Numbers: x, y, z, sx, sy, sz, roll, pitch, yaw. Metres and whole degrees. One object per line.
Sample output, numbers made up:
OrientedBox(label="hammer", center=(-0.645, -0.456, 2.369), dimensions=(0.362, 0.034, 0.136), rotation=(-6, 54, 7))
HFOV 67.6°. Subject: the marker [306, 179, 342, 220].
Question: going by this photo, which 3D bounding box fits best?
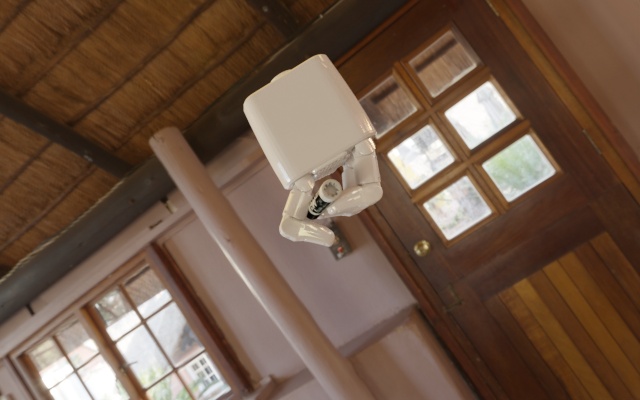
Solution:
OrientedBox(label="marker", center=(0.000, 0.002, 0.485), dimensions=(0.020, 0.020, 0.121), rotation=(0, -11, -10))
